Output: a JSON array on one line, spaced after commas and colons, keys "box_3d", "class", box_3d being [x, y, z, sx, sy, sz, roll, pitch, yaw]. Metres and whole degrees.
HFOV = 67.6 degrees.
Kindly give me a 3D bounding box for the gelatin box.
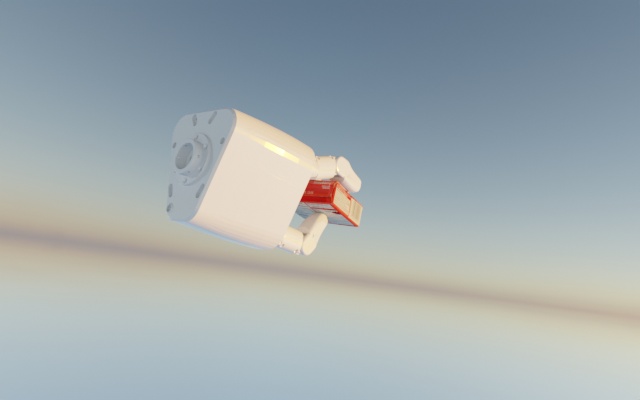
[{"box_3d": [0.000, 0.002, 0.561, 0.073, 0.030, 0.089, 5, -17, 27], "class": "gelatin box"}]
